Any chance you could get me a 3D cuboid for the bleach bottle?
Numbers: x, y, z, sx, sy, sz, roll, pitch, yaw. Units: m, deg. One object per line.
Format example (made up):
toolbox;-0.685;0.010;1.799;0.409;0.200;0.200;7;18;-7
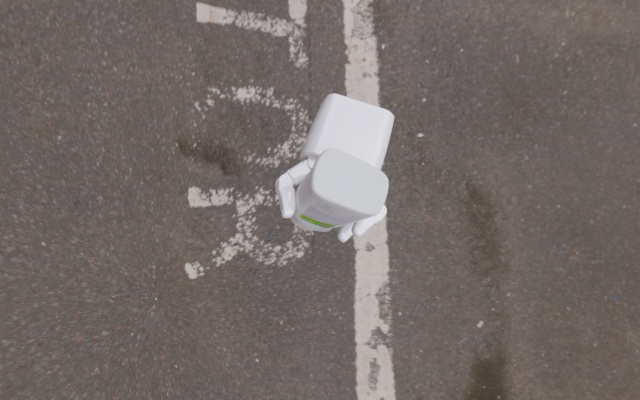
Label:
bleach bottle;0.000;0.002;0.689;0.102;0.068;0.251;23;-17;-13
